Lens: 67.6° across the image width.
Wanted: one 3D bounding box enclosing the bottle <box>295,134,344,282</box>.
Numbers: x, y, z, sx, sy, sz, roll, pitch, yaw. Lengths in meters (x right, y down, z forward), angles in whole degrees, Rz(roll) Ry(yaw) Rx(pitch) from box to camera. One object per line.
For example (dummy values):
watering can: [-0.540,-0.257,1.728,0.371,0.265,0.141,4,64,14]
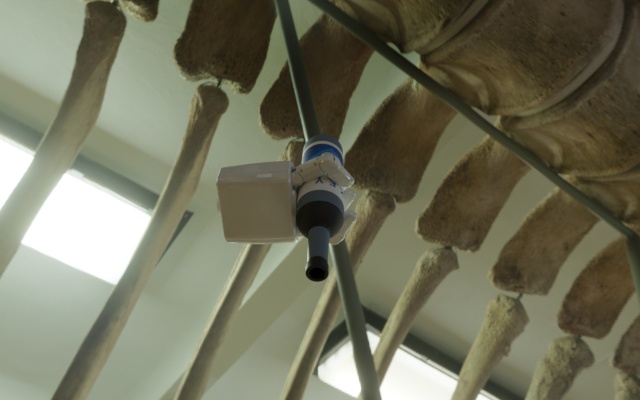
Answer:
bottle: [0.000,0.002,0.678,0.069,0.069,0.295,0,35,2]
